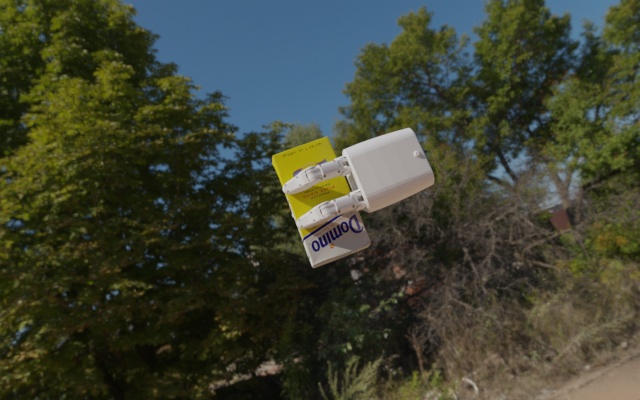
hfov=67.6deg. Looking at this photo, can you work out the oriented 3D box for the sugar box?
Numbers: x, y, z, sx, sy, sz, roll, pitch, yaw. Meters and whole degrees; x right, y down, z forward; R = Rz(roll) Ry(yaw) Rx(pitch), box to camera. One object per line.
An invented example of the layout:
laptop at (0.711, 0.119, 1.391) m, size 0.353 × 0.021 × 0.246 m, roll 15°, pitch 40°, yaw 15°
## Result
sugar box at (0.000, 0.002, 0.714) m, size 0.093 × 0.176 × 0.048 m, roll -21°, pitch -13°, yaw -7°
